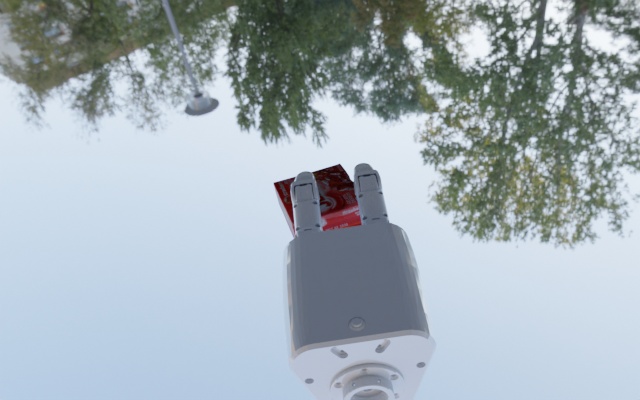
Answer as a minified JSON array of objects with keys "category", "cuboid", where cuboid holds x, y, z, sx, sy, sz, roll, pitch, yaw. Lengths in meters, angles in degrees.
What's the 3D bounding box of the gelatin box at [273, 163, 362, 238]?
[{"category":"gelatin box","cuboid":[0.000,0.002,0.458,0.073,0.030,0.089,-17,30,-8]}]
